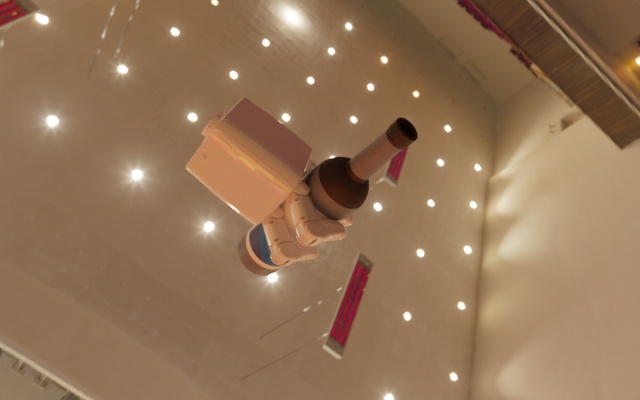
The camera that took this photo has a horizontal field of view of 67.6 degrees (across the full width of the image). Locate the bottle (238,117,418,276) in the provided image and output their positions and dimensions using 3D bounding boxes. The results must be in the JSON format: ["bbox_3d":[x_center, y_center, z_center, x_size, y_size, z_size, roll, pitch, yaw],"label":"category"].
[{"bbox_3d":[0.000,0.002,0.557,0.069,0.069,0.296,0,-29,-40],"label":"bottle"}]
